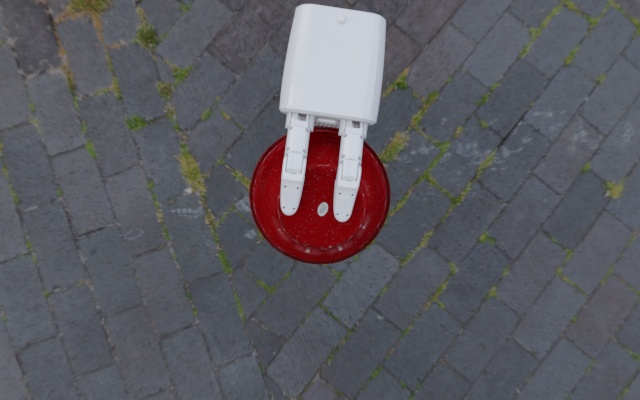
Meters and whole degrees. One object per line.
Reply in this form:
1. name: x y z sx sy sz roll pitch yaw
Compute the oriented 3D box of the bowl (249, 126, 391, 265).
1. bowl: 0.000 0.003 0.521 0.162 0.162 0.055 0 13 -1
